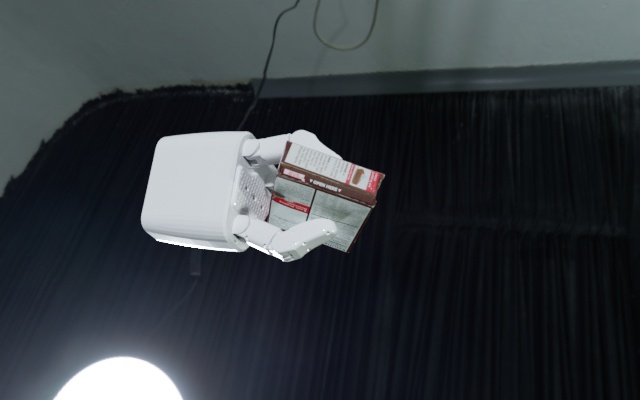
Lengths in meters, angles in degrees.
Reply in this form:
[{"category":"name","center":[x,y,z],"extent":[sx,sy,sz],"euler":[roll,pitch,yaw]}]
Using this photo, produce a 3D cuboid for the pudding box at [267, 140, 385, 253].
[{"category":"pudding box","center":[0.000,0.002,0.445],"extent":[0.090,0.039,0.113],"euler":[18,-26,-1]}]
